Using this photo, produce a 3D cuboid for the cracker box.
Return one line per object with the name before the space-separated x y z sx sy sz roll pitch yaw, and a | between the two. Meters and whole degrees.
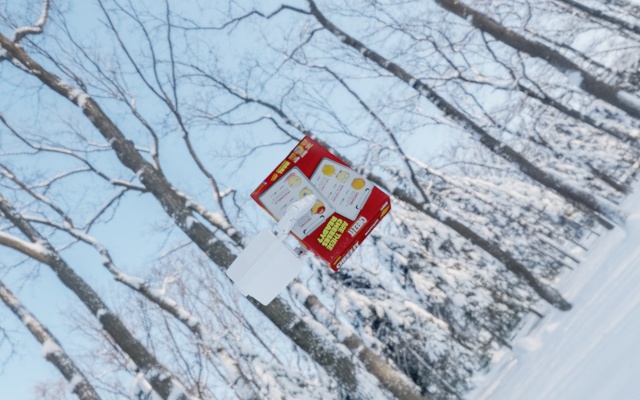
cracker box | 0.000 0.003 0.897 0.213 0.164 0.072 39 -8 23
